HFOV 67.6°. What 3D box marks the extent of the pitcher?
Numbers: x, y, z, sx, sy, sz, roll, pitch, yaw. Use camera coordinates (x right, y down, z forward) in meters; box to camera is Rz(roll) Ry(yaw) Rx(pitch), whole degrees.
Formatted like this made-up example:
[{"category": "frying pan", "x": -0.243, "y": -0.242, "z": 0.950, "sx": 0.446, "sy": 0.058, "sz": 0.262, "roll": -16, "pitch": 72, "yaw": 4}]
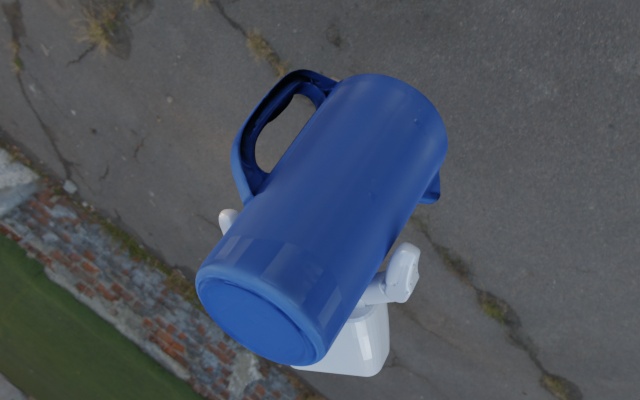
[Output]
[{"category": "pitcher", "x": 0.000, "y": 0.001, "z": 0.402, "sx": 0.149, "sy": 0.145, "sz": 0.242, "roll": 13, "pitch": 47, "yaw": 26}]
